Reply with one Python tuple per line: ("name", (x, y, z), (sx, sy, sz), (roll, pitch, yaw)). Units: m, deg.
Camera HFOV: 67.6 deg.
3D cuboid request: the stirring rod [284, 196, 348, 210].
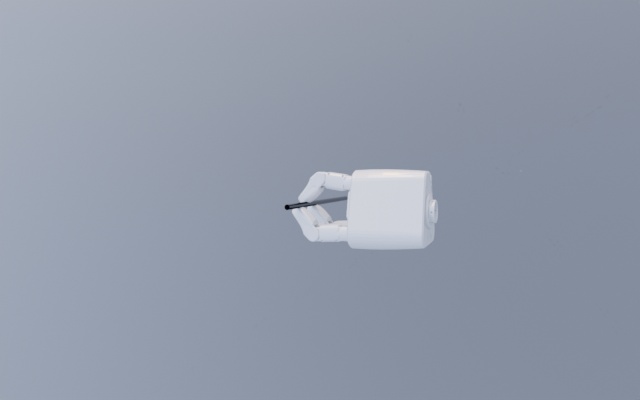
("stirring rod", (0.000, 0.002, 0.772), (0.011, 0.011, 0.239), (0, 3, 23))
